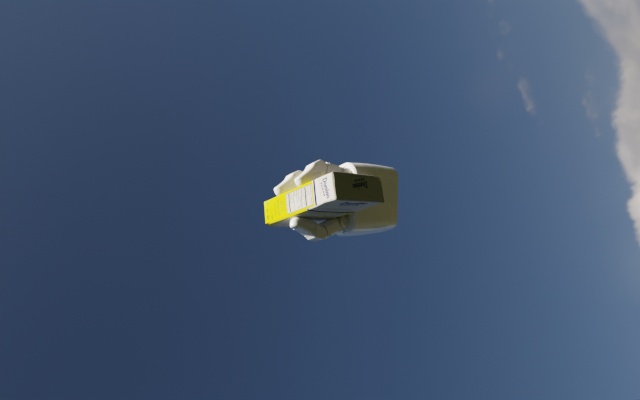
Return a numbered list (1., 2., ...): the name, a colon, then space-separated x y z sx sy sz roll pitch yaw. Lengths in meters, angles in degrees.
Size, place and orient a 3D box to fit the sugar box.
1. sugar box: 0.000 0.002 0.714 0.093 0.048 0.176 4 -18 -39
